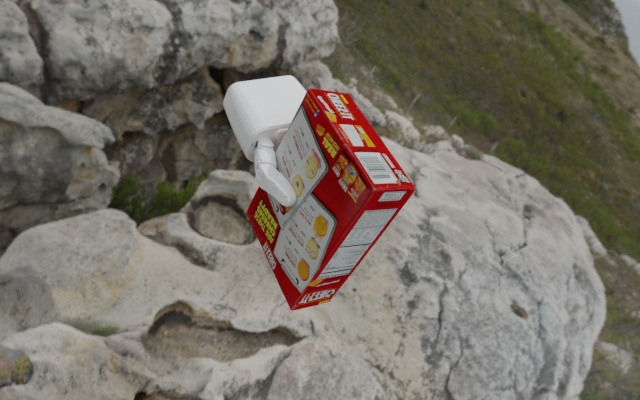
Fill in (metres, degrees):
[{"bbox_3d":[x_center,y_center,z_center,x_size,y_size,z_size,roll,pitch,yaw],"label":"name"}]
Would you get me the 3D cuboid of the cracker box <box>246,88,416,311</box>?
[{"bbox_3d":[0.000,0.002,0.576,0.072,0.164,0.214,-2,-42,-36],"label":"cracker box"}]
